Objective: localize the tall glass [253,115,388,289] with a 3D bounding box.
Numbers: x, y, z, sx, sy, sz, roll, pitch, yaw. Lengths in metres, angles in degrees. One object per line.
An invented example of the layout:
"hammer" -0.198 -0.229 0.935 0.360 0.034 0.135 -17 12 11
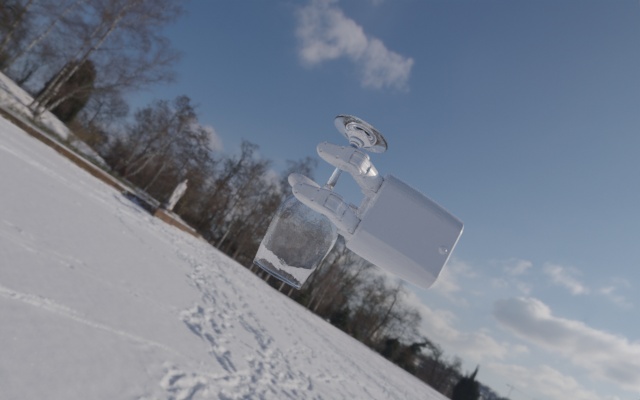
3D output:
"tall glass" 0.000 0.001 0.559 0.079 0.201 0.079 29 -13 8
